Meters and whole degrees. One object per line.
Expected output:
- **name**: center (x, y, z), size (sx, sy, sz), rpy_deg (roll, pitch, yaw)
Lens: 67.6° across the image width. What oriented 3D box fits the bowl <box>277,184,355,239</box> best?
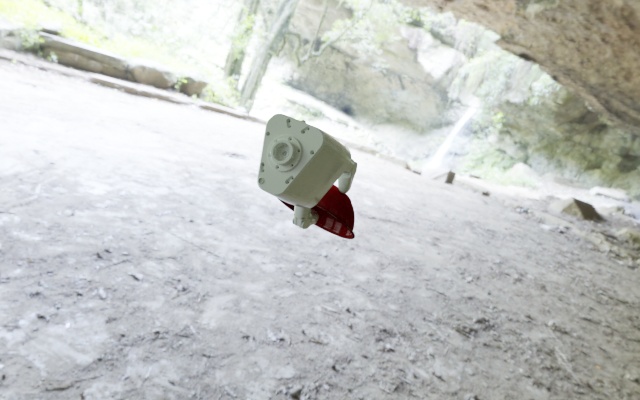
- **bowl**: center (0.000, 0.003, 0.820), size (0.162, 0.055, 0.162), rpy_deg (29, -13, 7)
